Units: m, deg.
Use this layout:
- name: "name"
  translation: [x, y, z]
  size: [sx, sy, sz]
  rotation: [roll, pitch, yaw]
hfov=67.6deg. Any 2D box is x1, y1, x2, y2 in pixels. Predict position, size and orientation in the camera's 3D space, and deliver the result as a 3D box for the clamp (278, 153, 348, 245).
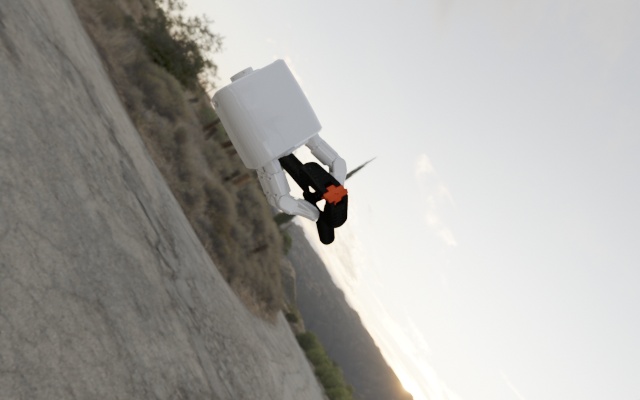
- name: "clamp"
  translation: [0.001, 0.002, 0.657]
  size: [0.036, 0.164, 0.210]
  rotation: [-30, 12, -11]
